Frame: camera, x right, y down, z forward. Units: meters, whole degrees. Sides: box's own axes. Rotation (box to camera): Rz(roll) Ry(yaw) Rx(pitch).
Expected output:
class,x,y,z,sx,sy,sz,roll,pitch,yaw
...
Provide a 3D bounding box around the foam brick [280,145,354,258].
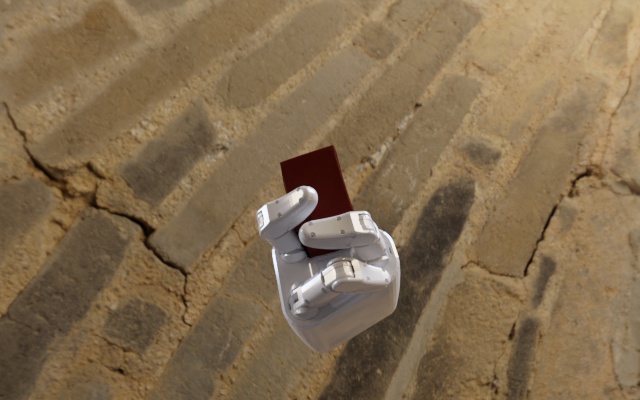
class,x,y,z,sx,sy,sz,roll,pitch,yaw
foam brick,0.000,0.001,0.426,0.053,0.078,0.051,-16,-32,3
